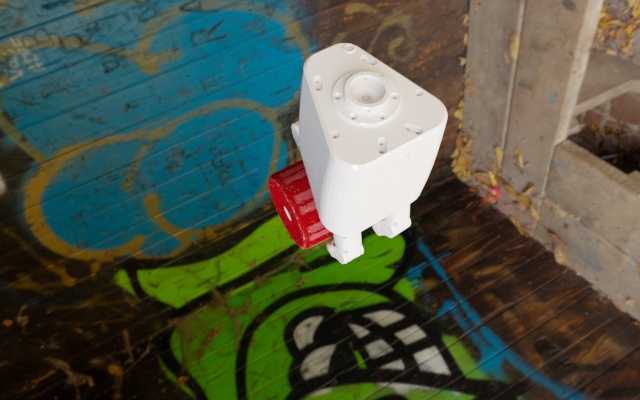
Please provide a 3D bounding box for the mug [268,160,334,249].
[{"bbox_3d":[0.000,0.002,0.490,0.081,0.093,0.117,-26,-25,-15],"label":"mug"}]
